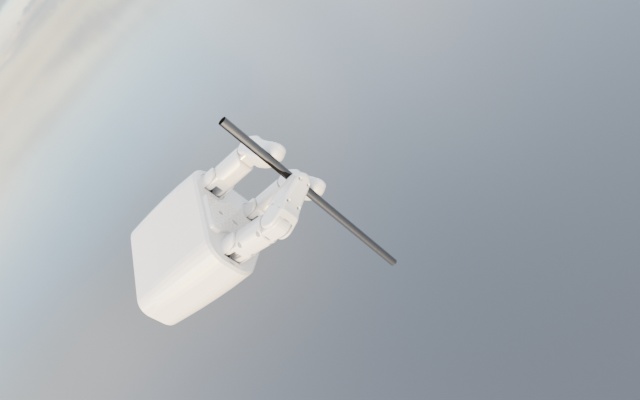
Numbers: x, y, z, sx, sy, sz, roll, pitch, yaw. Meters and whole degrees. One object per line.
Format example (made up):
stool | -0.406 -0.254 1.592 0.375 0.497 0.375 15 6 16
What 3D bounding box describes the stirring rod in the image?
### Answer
stirring rod | 0.000 0.002 0.442 0.011 0.011 0.240 0 -32 50
